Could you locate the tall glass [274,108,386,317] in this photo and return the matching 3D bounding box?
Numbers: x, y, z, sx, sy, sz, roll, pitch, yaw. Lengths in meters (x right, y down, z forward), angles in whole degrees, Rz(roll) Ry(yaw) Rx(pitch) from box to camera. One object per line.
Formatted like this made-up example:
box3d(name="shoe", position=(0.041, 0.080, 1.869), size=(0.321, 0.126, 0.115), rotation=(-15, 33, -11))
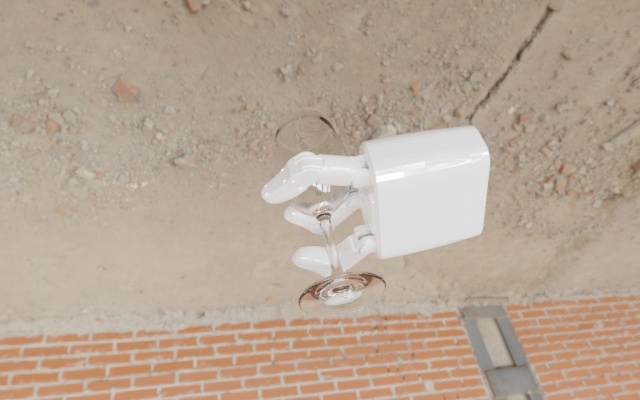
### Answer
box3d(name="tall glass", position=(0.000, 0.002, 0.453), size=(0.079, 0.201, 0.079), rotation=(-9, -37, -7))
